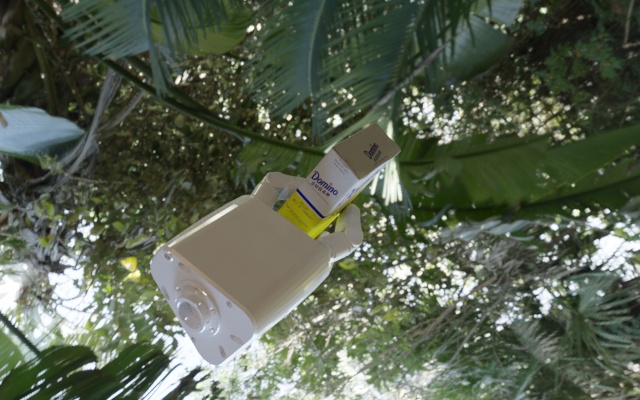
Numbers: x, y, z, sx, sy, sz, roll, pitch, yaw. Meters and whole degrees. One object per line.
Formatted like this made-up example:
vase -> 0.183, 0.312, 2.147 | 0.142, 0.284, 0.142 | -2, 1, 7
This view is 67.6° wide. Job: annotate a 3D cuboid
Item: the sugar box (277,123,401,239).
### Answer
sugar box -> 0.000, 0.002, 0.500 | 0.176, 0.048, 0.093 | -45, -6, 39
